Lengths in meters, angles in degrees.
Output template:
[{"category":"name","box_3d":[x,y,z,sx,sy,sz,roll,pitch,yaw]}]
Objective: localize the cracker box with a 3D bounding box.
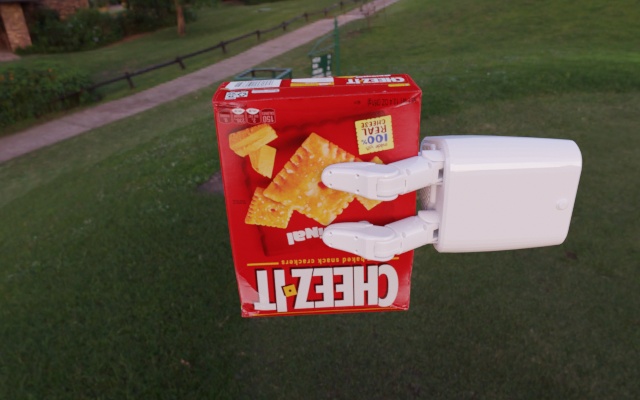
[{"category":"cracker box","box_3d":[0.000,0.001,0.432,0.164,0.214,0.072,-2,26,0]}]
